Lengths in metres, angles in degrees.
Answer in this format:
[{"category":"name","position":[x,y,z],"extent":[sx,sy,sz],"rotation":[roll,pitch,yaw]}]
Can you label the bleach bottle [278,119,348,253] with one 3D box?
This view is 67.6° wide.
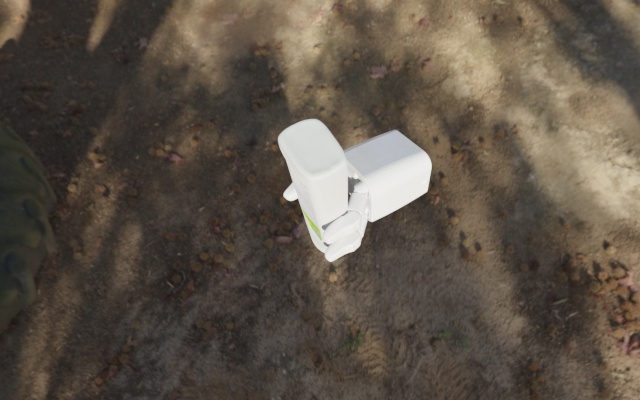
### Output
[{"category":"bleach bottle","position":[0.000,0.002,0.703],"extent":[0.068,0.102,0.251],"rotation":[-26,-32,-12]}]
